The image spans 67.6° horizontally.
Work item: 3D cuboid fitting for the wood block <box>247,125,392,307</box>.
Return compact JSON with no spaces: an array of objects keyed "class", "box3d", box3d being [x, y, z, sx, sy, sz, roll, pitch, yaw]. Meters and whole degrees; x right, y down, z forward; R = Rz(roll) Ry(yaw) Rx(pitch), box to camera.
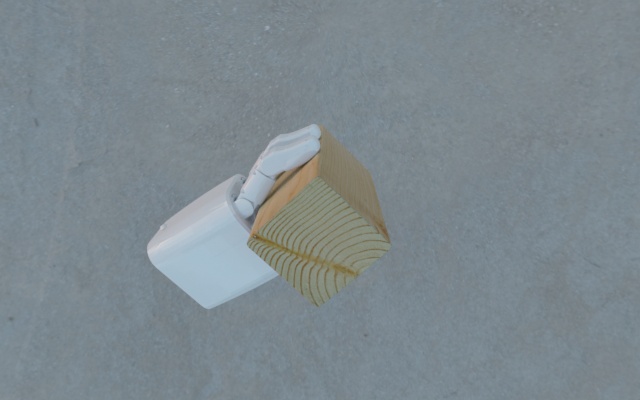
[{"class":"wood block","box3d":[0.000,0.002,0.494,0.090,0.091,0.206,-42,15,15]}]
